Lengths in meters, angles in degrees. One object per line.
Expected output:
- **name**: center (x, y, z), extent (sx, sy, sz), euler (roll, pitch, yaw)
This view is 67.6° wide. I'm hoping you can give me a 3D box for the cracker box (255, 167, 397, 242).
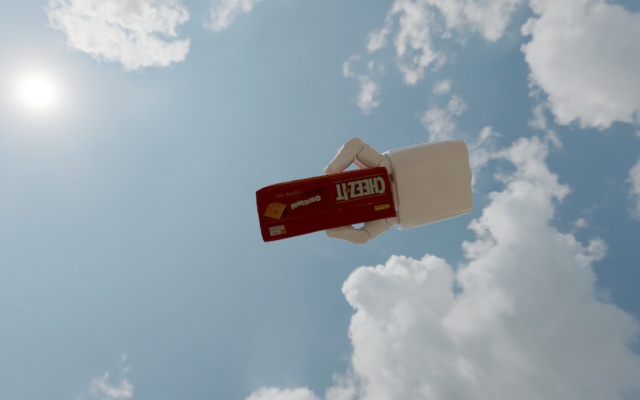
- **cracker box**: center (0.000, 0.002, 0.669), extent (0.164, 0.072, 0.213), euler (-11, 0, -3)
